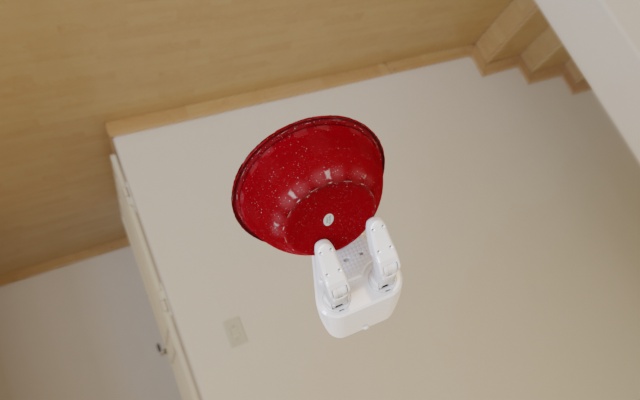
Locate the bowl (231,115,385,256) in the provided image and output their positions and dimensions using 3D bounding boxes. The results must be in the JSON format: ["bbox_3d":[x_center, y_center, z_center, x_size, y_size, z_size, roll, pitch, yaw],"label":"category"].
[{"bbox_3d":[0.000,0.001,0.456,0.162,0.162,0.055,0,39,-28],"label":"bowl"}]
